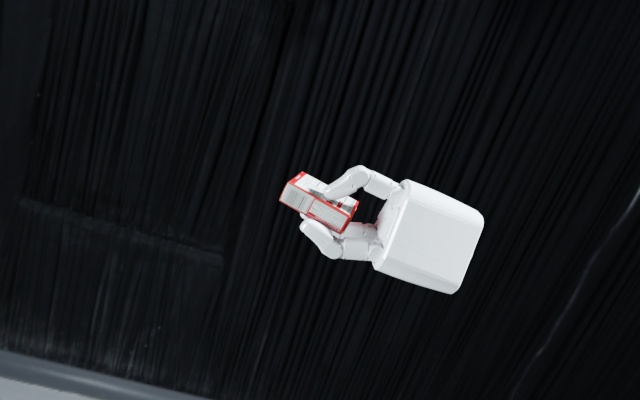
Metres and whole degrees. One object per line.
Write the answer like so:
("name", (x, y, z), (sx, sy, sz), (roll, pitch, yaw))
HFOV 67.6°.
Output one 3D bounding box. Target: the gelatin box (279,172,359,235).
("gelatin box", (0.000, 0.001, 0.604), (0.089, 0.030, 0.073), (29, 18, 3))
